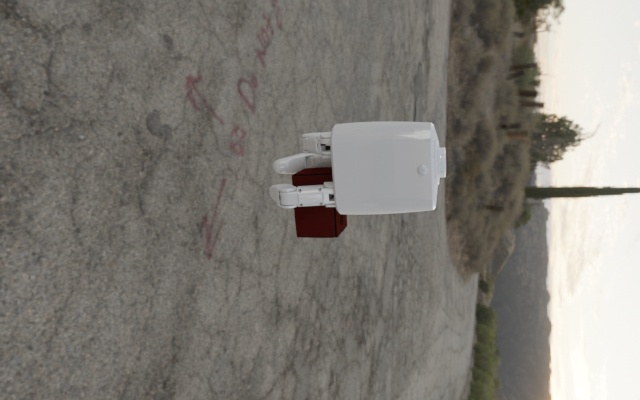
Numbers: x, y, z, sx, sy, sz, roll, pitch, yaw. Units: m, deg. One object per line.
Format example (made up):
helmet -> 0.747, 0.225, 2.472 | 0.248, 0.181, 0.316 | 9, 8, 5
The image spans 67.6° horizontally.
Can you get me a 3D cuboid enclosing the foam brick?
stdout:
foam brick -> 0.000, 0.002, 0.572 | 0.051, 0.078, 0.053 | 0, 13, 16
